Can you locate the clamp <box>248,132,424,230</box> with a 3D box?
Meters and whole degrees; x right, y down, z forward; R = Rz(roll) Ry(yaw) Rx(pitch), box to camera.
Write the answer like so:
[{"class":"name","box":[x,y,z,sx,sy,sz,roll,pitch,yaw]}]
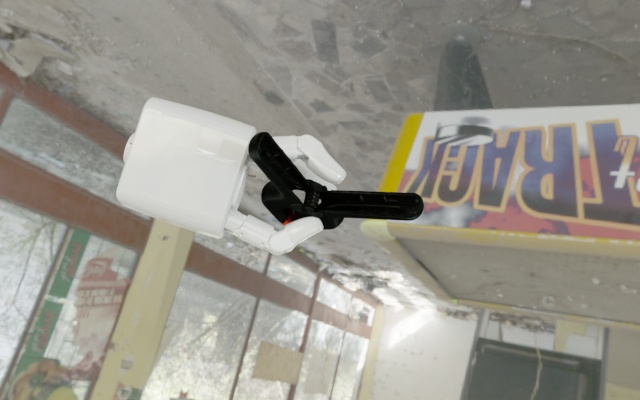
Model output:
[{"class":"clamp","box":[0.000,0.002,0.495,0.164,0.036,0.210,20,-18,-6]}]
